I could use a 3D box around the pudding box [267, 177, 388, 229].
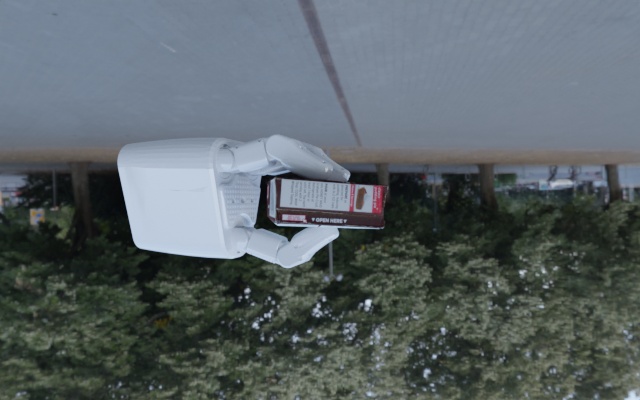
[{"bbox_3d":[0.000,0.002,0.418,0.090,0.039,0.113,3,2,-9],"label":"pudding box"}]
